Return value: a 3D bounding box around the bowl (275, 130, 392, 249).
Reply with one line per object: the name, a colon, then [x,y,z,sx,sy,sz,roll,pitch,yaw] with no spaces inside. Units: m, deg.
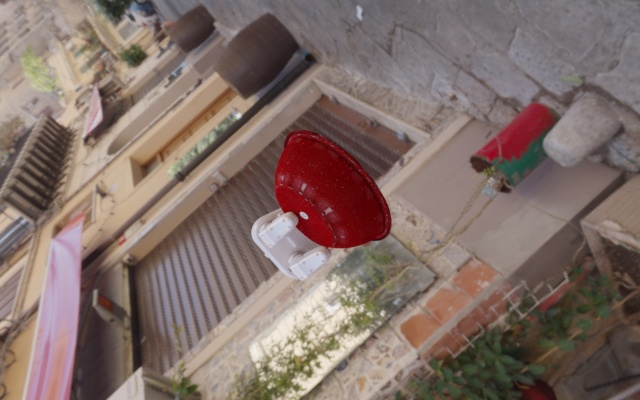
bowl: [0.000,0.002,0.536,0.055,0.162,0.162,-44,20,-23]
